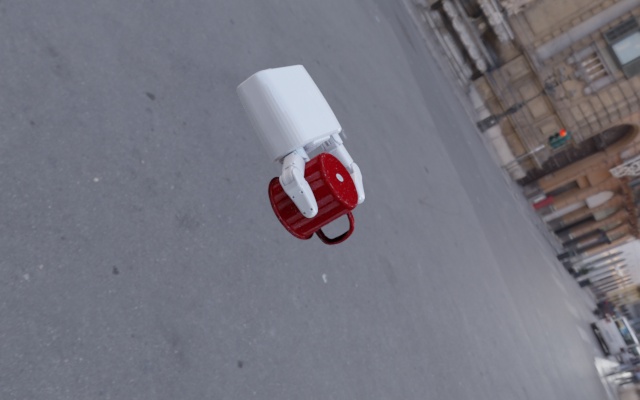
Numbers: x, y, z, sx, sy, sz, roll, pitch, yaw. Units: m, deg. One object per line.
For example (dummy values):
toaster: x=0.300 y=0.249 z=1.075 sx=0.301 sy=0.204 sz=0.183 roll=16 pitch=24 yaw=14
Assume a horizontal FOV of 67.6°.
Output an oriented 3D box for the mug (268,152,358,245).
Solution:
mug: x=0.001 y=0.003 z=0.610 sx=0.081 sy=0.117 sz=0.093 roll=-30 pitch=1 yaw=24
